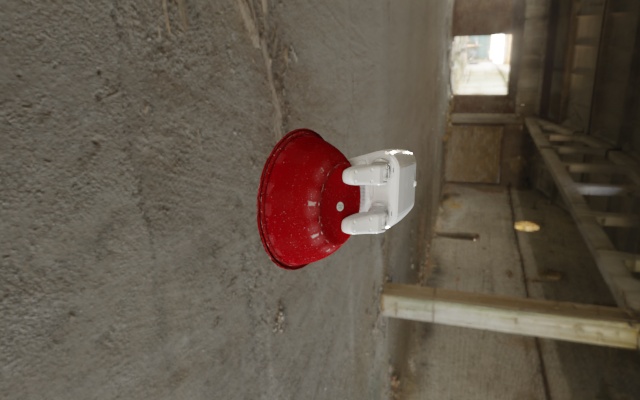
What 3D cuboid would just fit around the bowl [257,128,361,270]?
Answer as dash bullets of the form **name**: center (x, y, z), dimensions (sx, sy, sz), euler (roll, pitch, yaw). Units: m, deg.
- **bowl**: center (0.000, 0.002, 0.530), dimensions (0.055, 0.162, 0.162), euler (7, 4, 32)
